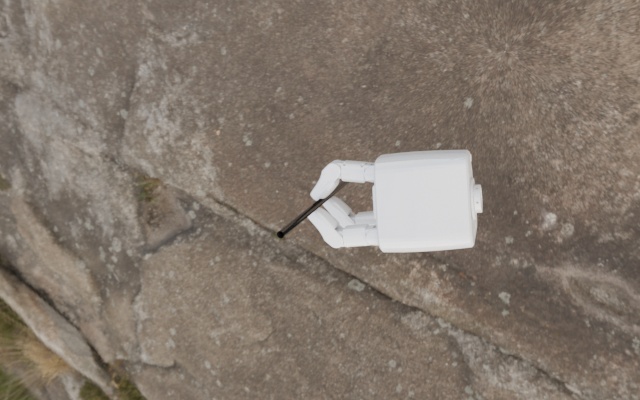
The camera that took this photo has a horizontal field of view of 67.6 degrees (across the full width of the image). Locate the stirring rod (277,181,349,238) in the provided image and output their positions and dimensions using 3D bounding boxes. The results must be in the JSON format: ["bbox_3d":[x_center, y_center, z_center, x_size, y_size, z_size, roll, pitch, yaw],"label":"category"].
[{"bbox_3d":[0.000,0.002,0.602,0.011,0.011,0.239,0,16,21],"label":"stirring rod"}]
